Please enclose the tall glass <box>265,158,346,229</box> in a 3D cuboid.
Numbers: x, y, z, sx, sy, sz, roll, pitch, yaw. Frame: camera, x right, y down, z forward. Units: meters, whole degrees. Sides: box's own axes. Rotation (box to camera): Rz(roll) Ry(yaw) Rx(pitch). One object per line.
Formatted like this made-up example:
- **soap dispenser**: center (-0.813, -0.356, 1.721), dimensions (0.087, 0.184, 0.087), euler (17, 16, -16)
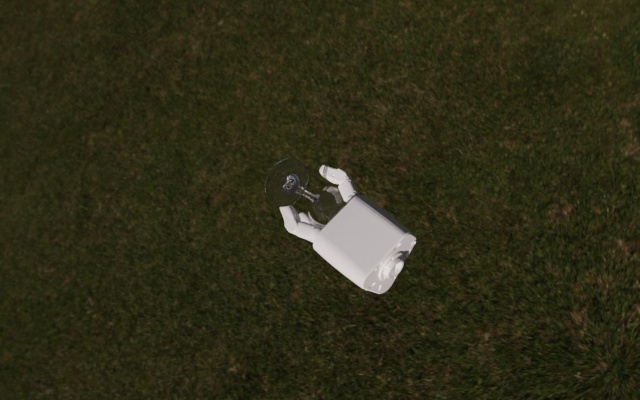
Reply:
- **tall glass**: center (0.000, 0.002, 0.769), dimensions (0.079, 0.079, 0.201), euler (0, -17, 32)
